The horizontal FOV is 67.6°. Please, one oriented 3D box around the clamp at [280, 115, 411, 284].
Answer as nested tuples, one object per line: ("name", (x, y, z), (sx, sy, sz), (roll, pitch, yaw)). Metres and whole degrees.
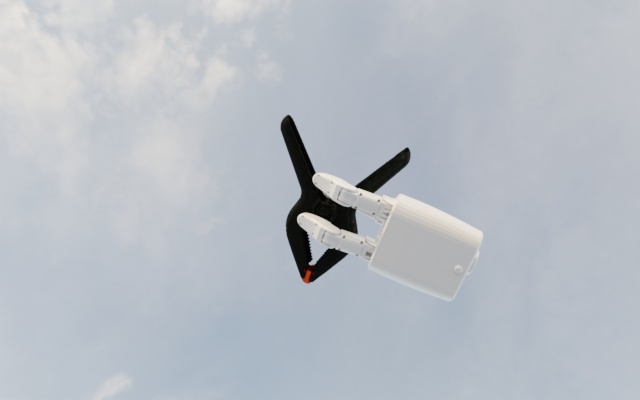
("clamp", (0.000, 0.002, 0.605), (0.164, 0.210, 0.036), (24, 16, 10))
